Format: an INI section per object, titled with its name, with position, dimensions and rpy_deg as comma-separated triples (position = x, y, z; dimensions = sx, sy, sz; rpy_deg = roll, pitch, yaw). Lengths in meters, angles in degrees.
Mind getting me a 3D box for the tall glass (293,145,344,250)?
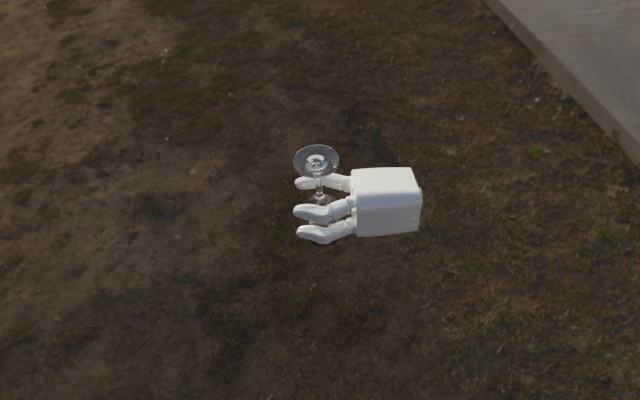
[tall glass]
position = 0.000, 0.002, 0.821
dimensions = 0.079, 0.079, 0.201
rpy_deg = 0, -41, 5
